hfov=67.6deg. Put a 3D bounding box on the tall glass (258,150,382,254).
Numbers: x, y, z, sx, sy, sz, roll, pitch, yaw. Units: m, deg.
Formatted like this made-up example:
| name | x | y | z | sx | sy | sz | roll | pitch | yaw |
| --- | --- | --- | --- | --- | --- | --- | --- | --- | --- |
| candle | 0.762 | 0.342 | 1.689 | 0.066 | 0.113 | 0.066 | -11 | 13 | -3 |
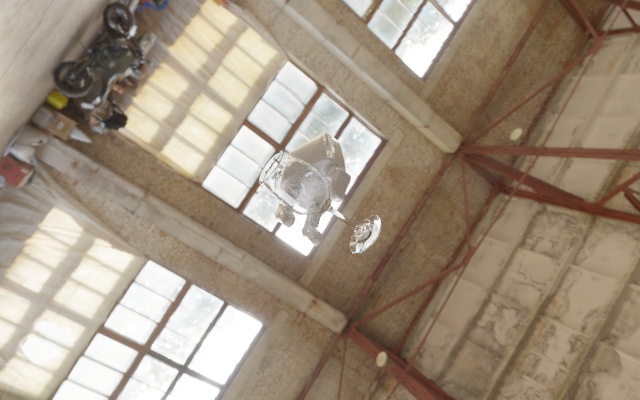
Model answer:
| name | x | y | z | sx | sy | sz | roll | pitch | yaw |
| --- | --- | --- | --- | --- | --- | --- | --- | --- | --- |
| tall glass | 0.001 | 0.003 | 0.755 | 0.201 | 0.079 | 0.079 | 36 | -15 | -22 |
